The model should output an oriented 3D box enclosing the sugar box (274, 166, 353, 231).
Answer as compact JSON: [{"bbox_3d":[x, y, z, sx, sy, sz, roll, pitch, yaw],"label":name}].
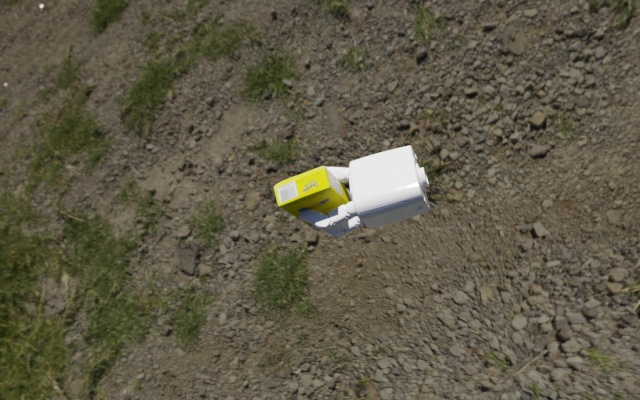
[{"bbox_3d":[0.000,0.003,0.826,0.093,0.048,0.176,-20,-25,16],"label":"sugar box"}]
